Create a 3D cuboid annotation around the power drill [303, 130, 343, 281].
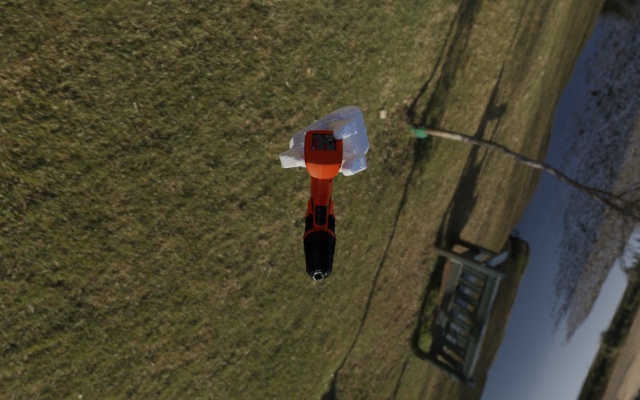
[{"bbox_3d":[0.000,0.002,0.727,0.057,0.188,0.184,2,37,-3],"label":"power drill"}]
